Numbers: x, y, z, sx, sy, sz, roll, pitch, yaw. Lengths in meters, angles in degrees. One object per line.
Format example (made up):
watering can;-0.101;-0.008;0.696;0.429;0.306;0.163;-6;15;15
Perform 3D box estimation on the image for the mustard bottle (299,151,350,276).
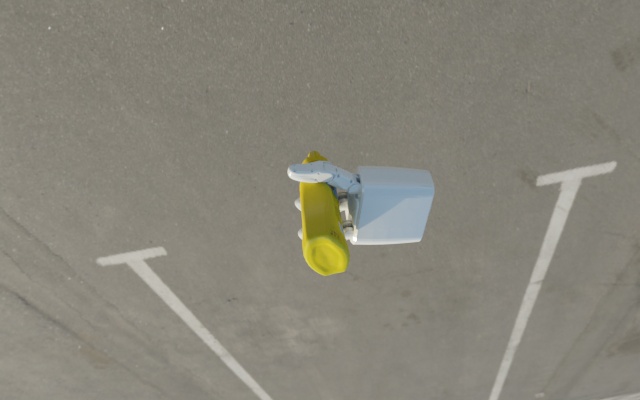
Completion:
mustard bottle;0.000;0.002;0.677;0.058;0.191;0.096;-15;-40;10
